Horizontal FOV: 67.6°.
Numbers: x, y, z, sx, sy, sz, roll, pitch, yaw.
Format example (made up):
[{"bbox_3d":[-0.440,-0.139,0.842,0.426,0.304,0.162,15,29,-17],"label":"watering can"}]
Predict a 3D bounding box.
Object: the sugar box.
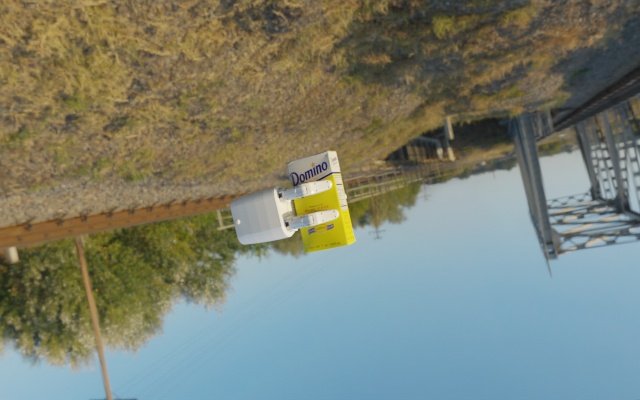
[{"bbox_3d":[0.000,0.003,0.893,0.093,0.176,0.048,-14,0,25],"label":"sugar box"}]
